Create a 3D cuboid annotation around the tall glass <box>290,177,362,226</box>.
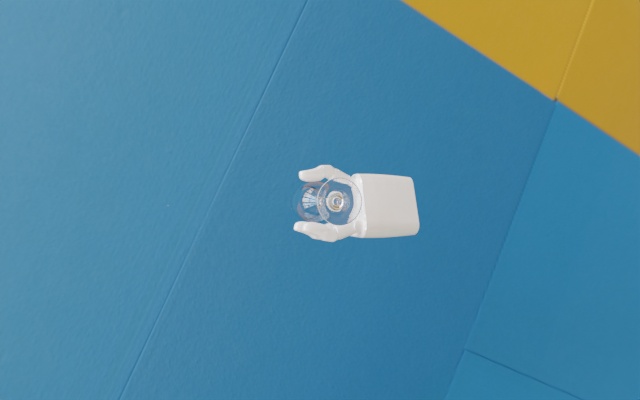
[{"bbox_3d":[0.000,0.003,0.828,0.079,0.079,0.201,0,-1,-18],"label":"tall glass"}]
